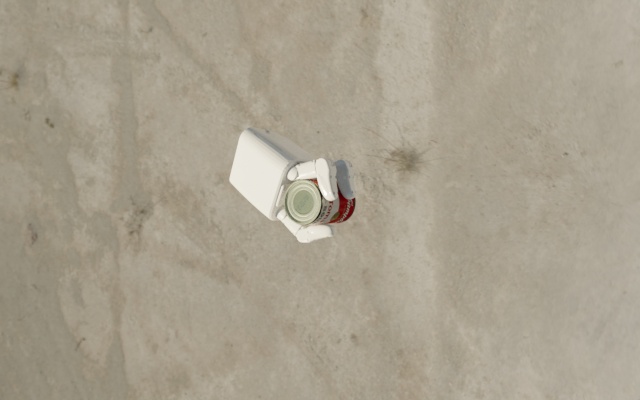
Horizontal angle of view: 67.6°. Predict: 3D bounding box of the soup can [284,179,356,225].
[{"bbox_3d":[0.000,0.003,0.718,0.068,0.068,0.102,0,0,31],"label":"soup can"}]
